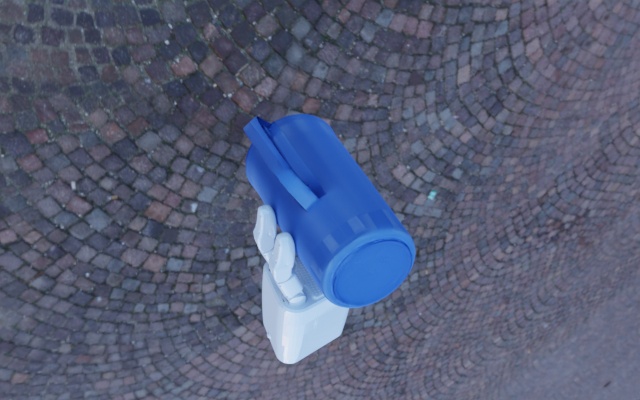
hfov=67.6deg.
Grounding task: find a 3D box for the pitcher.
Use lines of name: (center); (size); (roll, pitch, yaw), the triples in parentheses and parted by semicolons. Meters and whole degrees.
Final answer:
pitcher: (0.000, 0.002, 0.562); (0.149, 0.145, 0.242); (-7, 37, -24)
